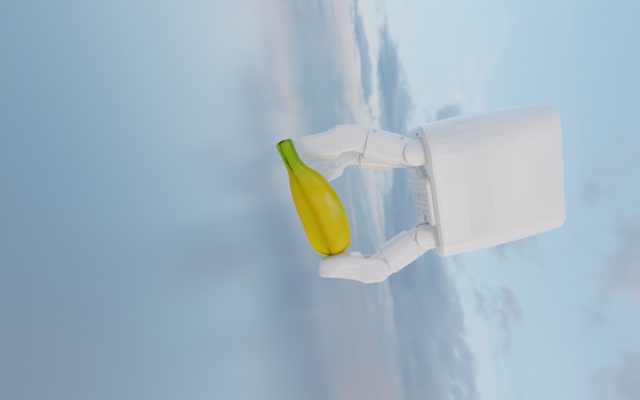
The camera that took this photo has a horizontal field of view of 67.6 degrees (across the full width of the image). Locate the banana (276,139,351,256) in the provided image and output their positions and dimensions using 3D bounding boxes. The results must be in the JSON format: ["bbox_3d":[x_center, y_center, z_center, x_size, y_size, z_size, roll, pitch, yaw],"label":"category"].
[{"bbox_3d":[0.004,0.017,0.423,0.037,0.069,0.198,-16,-23,1],"label":"banana"}]
